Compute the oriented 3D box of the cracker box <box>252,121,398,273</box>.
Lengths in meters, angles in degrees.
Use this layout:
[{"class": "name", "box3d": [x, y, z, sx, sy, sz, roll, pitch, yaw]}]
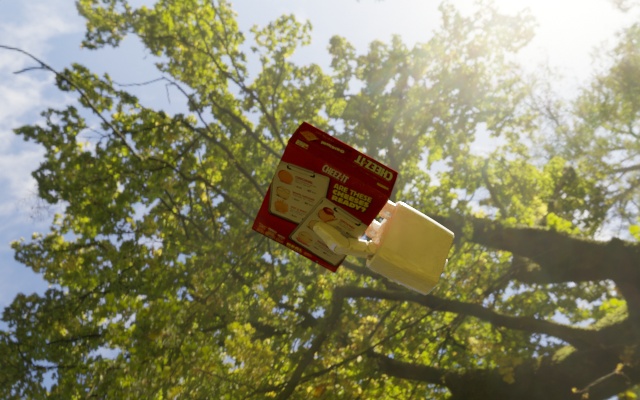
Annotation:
[{"class": "cracker box", "box3d": [0.000, 0.003, 0.756, 0.164, 0.072, 0.214, 28, -45, -1]}]
